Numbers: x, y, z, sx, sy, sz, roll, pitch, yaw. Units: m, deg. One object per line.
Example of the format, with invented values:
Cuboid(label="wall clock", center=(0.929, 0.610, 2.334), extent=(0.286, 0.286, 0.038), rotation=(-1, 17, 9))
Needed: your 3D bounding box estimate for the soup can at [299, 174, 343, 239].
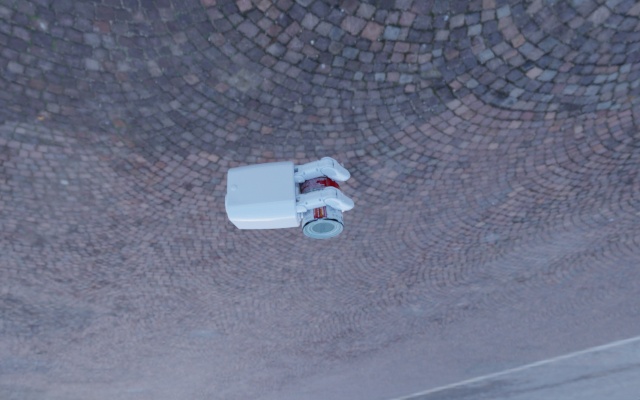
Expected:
Cuboid(label="soup can", center=(0.001, 0.003, 0.780), extent=(0.068, 0.102, 0.068), rotation=(-4, -30, -2))
